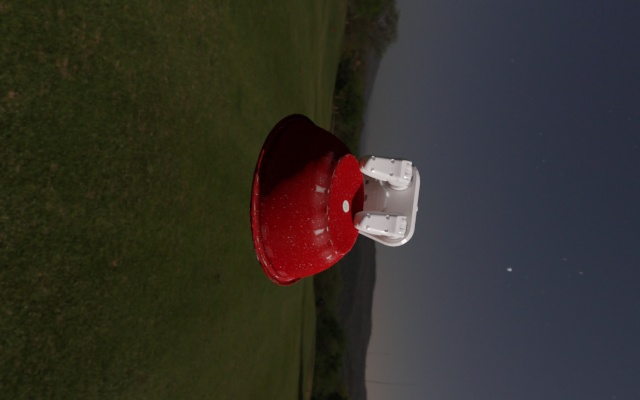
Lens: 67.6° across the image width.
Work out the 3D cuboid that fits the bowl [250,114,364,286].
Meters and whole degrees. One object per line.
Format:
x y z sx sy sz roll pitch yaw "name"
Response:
0.000 0.002 0.441 0.055 0.162 0.162 5 2 24 "bowl"
